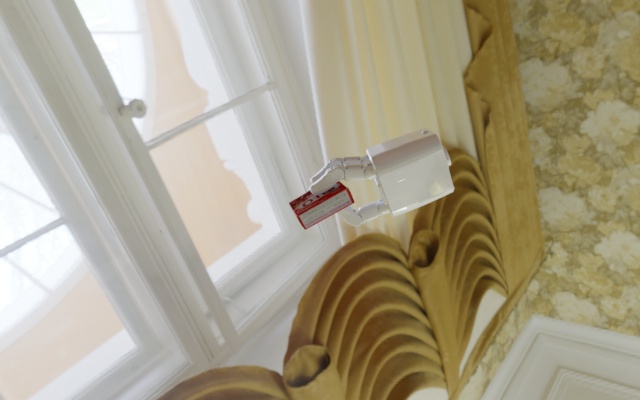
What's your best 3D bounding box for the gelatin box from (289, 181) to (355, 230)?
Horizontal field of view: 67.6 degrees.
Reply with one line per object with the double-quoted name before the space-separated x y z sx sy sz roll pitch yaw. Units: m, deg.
"gelatin box" 0.000 0.003 0.742 0.089 0.030 0.073 -30 21 -4
